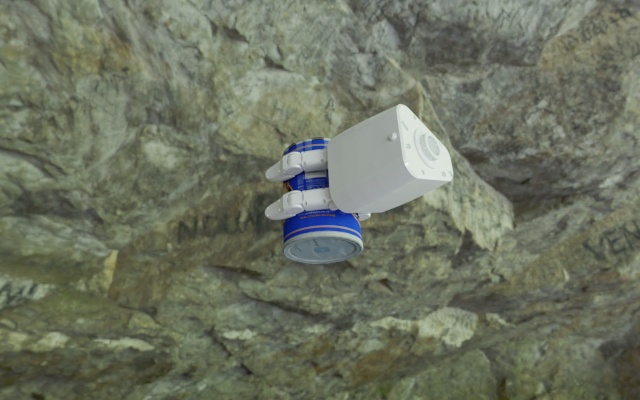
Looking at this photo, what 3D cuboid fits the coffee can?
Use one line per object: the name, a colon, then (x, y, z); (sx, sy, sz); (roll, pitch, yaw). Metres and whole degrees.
coffee can: (0.000, 0.002, 0.638); (0.103, 0.140, 0.103); (-2, -26, -1)
